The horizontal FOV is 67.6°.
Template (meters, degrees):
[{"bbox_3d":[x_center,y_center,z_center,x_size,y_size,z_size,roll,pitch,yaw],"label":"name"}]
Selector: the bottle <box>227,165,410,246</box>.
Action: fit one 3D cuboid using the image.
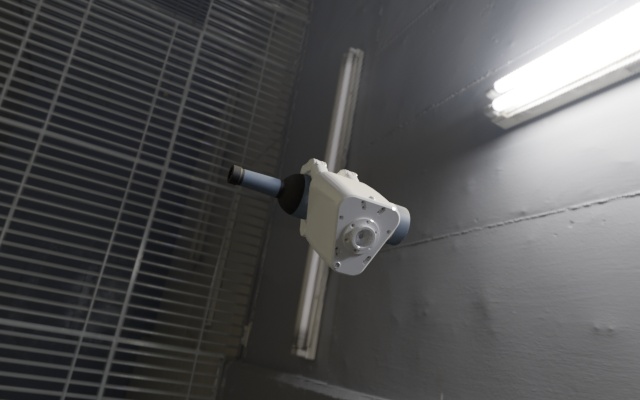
[{"bbox_3d":[0.000,0.002,0.739,0.296,0.069,0.069,17,-7,-23],"label":"bottle"}]
